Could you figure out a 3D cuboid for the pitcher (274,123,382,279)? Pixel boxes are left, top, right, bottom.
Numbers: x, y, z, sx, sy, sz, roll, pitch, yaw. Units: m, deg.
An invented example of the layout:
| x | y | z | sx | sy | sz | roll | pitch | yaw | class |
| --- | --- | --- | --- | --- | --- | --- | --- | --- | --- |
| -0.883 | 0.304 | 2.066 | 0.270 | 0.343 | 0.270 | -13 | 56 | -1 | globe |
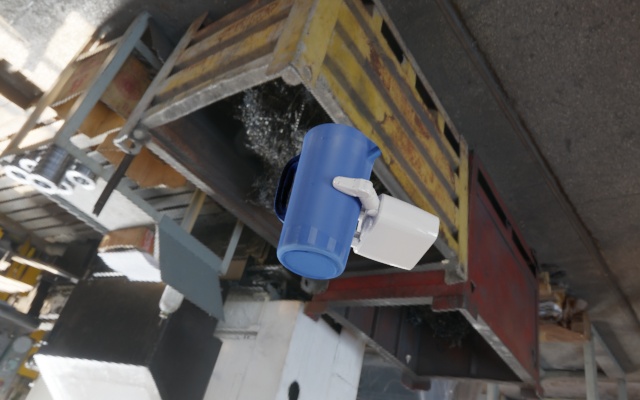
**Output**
| x | y | z | sx | sy | sz | roll | pitch | yaw | class |
| --- | --- | --- | --- | --- | --- | --- | --- | --- | --- |
| 0.000 | 0.003 | 0.798 | 0.145 | 0.242 | 0.149 | 21 | -33 | -9 | pitcher |
